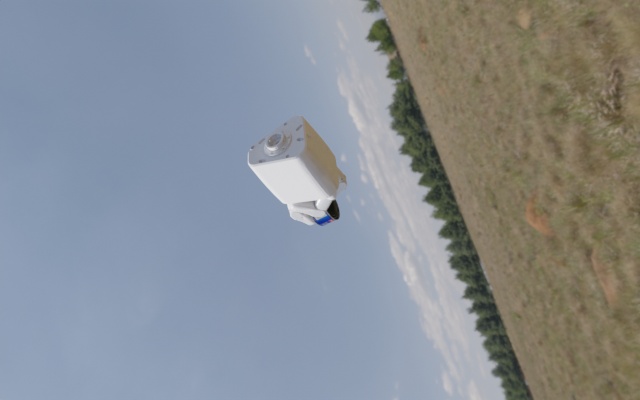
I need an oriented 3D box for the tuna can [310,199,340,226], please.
[{"bbox_3d":[0.000,0.003,0.880,0.034,0.086,0.086,-26,-9,18],"label":"tuna can"}]
